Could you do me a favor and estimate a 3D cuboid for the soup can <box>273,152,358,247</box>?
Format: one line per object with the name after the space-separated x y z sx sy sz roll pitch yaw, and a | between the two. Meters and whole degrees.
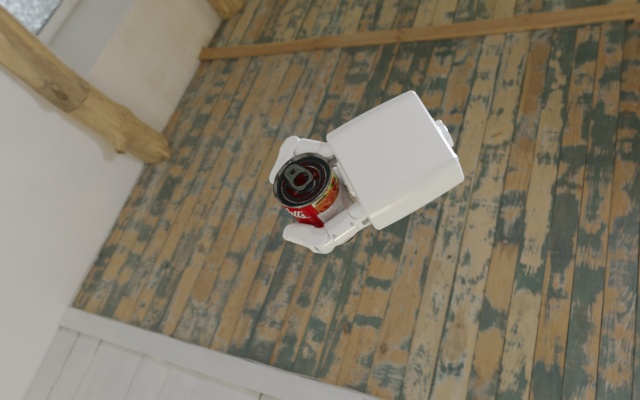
0.000 0.002 0.539 0.068 0.068 0.102 0 -29 27 | soup can
